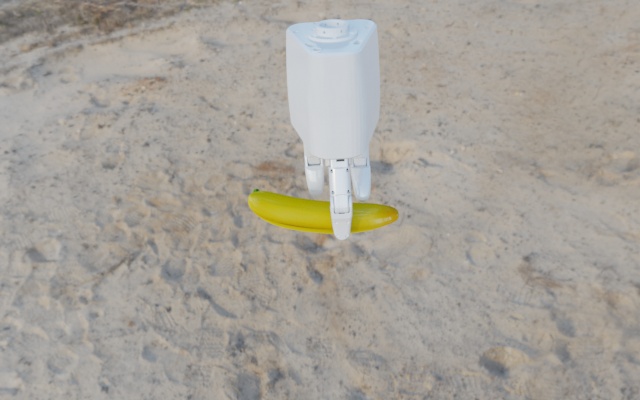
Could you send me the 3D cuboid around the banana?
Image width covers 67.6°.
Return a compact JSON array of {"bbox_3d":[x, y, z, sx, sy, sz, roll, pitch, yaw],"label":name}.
[{"bbox_3d":[-0.011,0.011,0.563,0.198,0.037,0.069,10,34,22],"label":"banana"}]
